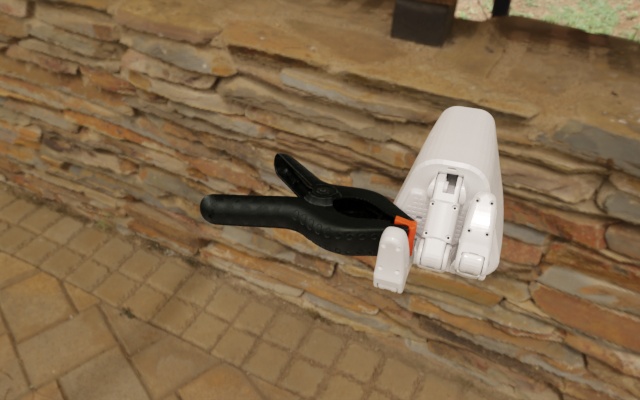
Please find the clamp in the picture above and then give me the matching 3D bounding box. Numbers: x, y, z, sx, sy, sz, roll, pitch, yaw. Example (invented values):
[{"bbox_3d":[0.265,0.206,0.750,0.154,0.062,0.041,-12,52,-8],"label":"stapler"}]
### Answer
[{"bbox_3d":[0.000,0.001,0.405,0.171,0.039,0.120,15,38,15],"label":"clamp"}]
